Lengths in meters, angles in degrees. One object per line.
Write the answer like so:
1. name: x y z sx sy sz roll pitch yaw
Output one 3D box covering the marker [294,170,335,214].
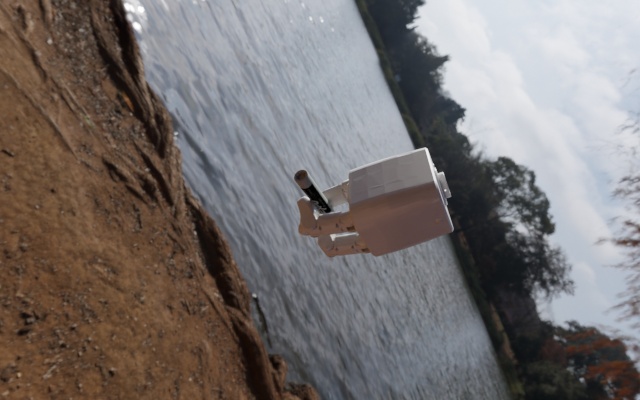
1. marker: 0.000 0.002 0.617 0.020 0.020 0.121 0 -32 28
